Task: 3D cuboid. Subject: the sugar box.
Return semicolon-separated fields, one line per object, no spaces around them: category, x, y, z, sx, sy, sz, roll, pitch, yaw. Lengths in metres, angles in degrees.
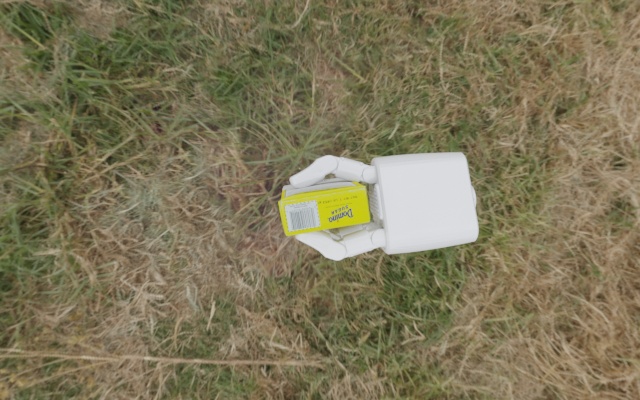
sugar box;0.000;0.002;0.579;0.093;0.048;0.176;-9;4;-2
